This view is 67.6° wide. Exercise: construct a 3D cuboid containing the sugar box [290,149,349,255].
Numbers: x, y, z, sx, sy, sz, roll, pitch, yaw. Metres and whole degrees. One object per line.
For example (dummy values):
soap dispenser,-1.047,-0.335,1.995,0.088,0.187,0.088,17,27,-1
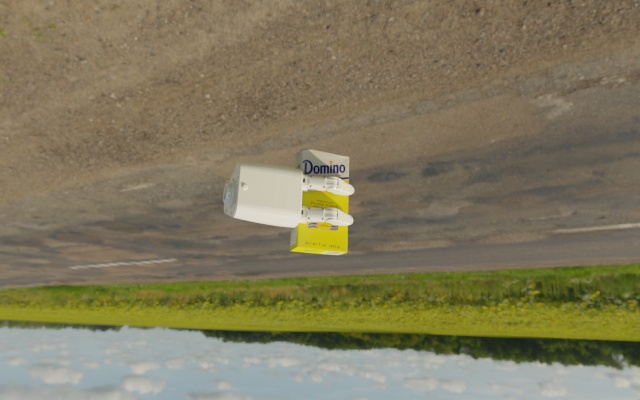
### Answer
sugar box,0.000,0.003,0.827,0.093,0.176,0.048,8,-16,-20
